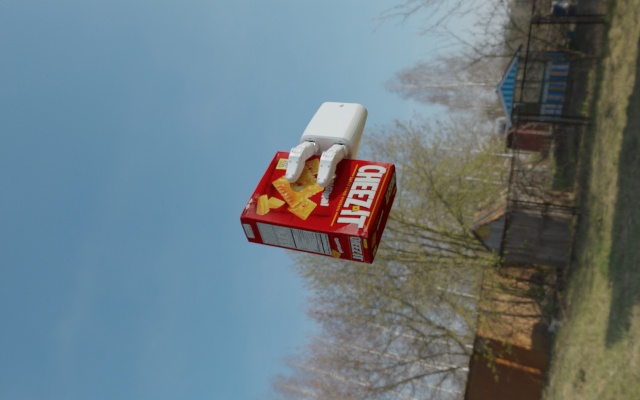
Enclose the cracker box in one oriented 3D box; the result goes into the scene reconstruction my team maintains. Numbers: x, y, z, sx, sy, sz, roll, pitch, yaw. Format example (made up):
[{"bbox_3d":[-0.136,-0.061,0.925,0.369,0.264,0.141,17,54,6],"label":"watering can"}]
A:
[{"bbox_3d":[0.000,0.003,0.774,0.213,0.164,0.072,8,-42,20],"label":"cracker box"}]
